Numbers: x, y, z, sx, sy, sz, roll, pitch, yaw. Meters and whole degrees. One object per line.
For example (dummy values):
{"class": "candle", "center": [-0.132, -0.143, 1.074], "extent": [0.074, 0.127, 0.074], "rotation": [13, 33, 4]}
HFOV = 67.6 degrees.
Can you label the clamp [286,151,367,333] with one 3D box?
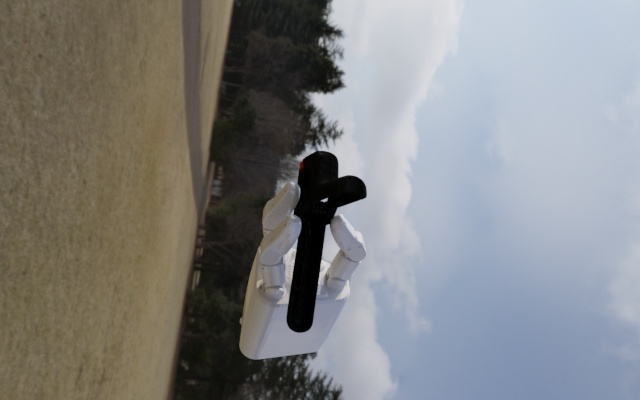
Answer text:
{"class": "clamp", "center": [0.001, 0.002, 0.481], "extent": [0.036, 0.165, 0.209], "rotation": [15, 35, -13]}
